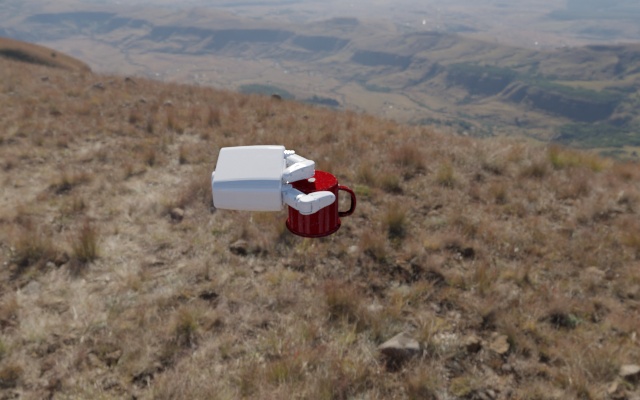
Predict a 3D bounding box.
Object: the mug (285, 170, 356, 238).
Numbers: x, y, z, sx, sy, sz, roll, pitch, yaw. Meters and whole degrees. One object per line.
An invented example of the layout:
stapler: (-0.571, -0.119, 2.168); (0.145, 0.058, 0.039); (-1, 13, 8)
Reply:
mug: (0.002, 0.002, 0.777); (0.117, 0.081, 0.093); (-1, 28, -1)
